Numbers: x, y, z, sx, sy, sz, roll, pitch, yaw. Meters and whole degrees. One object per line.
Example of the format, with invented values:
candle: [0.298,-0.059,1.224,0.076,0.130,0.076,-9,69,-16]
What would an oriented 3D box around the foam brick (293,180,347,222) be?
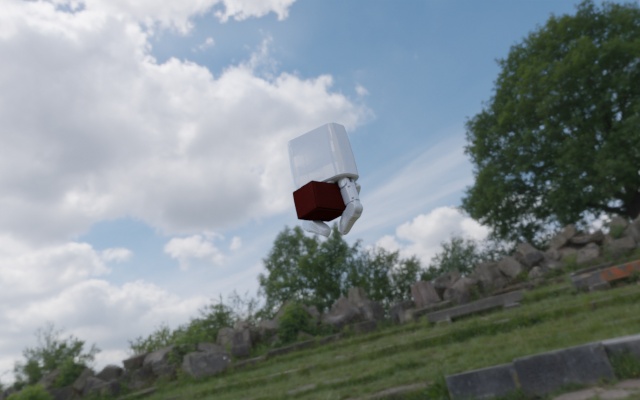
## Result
foam brick: [0.000,0.003,0.809,0.078,0.051,0.053,7,-27,-45]
